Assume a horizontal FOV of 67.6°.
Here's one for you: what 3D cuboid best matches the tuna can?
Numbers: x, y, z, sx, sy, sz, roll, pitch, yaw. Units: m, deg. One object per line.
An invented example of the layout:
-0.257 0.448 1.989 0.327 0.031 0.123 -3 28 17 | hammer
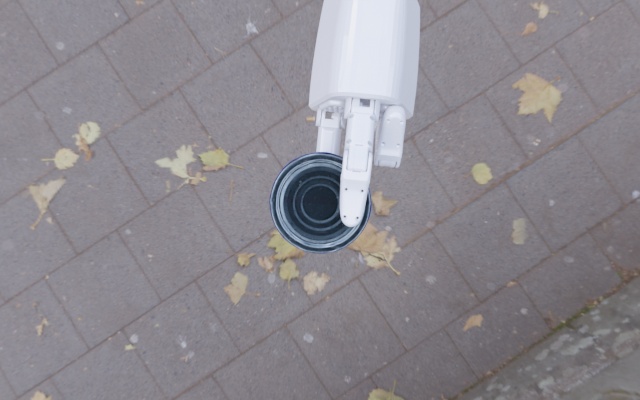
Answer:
0.000 0.001 0.406 0.086 0.086 0.034 0 5 0 | tuna can
